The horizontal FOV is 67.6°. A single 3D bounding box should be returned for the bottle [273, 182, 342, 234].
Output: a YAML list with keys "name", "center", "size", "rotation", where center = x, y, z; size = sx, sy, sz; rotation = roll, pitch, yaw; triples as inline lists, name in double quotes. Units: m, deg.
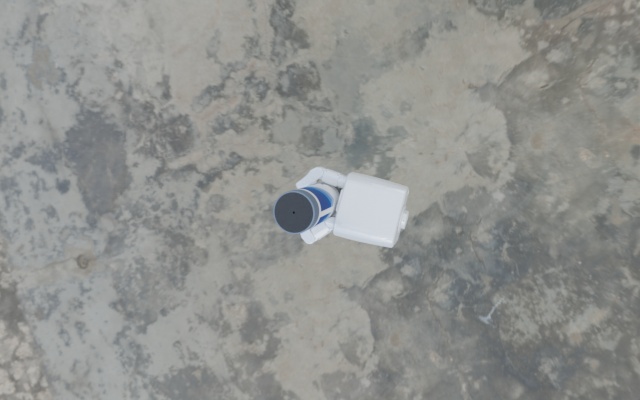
- name: "bottle"
  center: [0.000, 0.003, 0.856]
  size: [0.069, 0.069, 0.295]
  rotation: [0, 6, 16]
